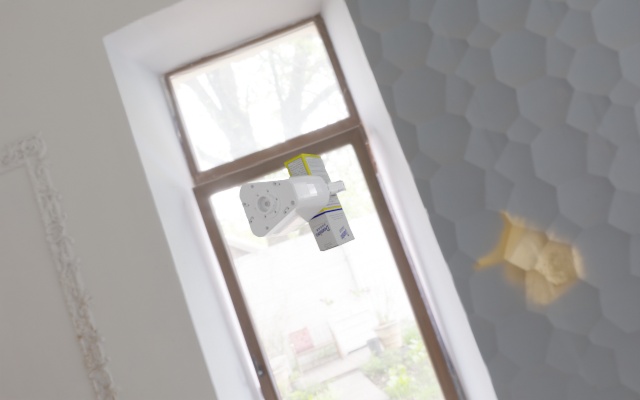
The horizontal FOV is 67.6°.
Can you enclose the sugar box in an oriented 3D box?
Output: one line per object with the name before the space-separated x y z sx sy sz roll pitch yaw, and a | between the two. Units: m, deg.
sugar box | 0.000 0.003 0.880 0.048 0.176 0.093 -22 -7 24
